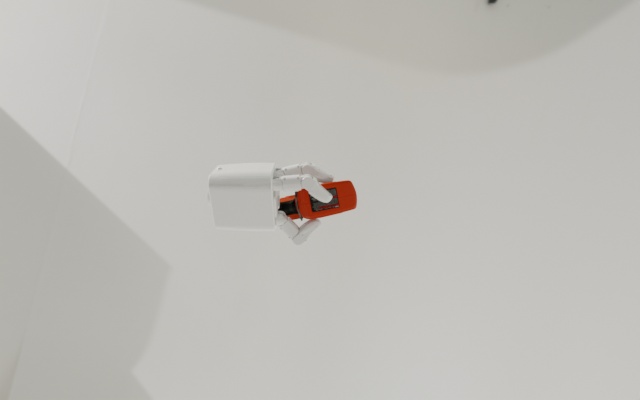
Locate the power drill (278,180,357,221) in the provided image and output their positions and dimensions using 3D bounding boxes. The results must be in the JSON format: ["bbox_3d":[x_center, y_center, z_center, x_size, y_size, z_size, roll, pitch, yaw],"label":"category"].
[{"bbox_3d":[0.000,0.003,0.898,0.184,0.057,0.187,-13,-2,-19],"label":"power drill"}]
